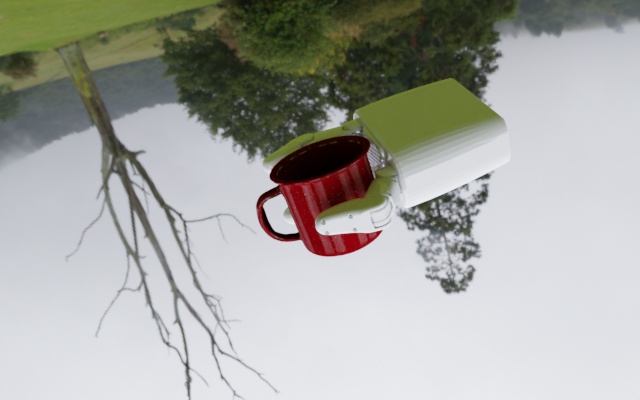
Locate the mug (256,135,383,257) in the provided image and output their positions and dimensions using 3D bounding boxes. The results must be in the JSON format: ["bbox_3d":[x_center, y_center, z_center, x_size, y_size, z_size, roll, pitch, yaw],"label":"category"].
[{"bbox_3d":[-0.001,0.002,0.434,0.117,0.081,0.093,-22,24,-4],"label":"mug"}]
